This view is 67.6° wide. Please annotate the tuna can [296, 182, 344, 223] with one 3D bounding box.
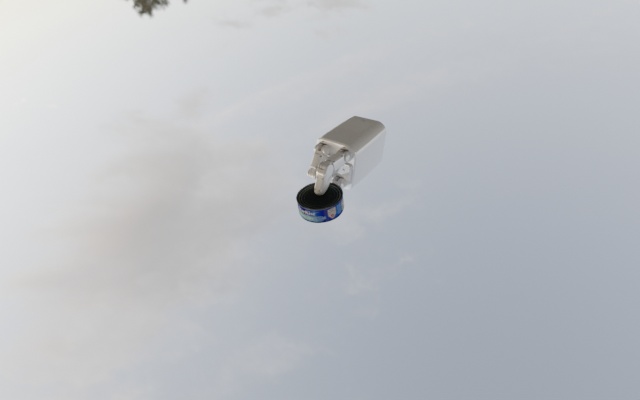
[{"bbox_3d":[0.000,0.003,0.873,0.086,0.034,0.086,-6,36,4],"label":"tuna can"}]
